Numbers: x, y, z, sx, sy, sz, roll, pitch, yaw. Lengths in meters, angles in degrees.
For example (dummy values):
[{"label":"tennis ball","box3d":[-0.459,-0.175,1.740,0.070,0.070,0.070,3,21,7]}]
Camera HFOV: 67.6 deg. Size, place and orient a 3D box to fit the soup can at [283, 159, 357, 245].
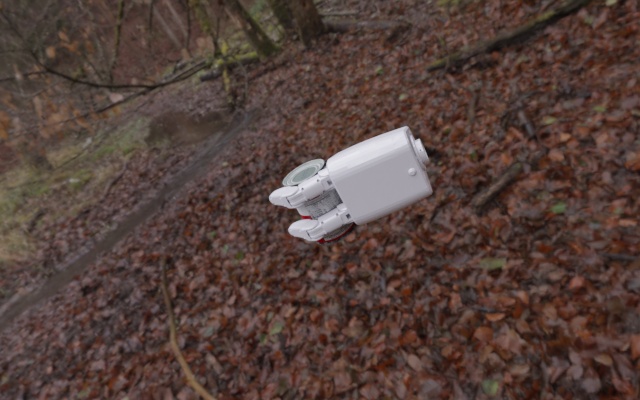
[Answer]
[{"label":"soup can","box3d":[0.000,0.002,0.666,0.068,0.102,0.068,-25,23,11]}]
